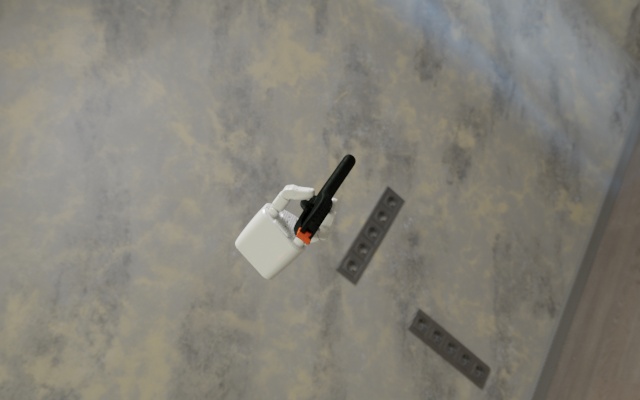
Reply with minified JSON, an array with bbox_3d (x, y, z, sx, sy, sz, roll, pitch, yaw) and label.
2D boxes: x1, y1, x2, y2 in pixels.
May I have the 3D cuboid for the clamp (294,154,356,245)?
[{"bbox_3d":[-0.001,0.003,0.888,0.036,0.165,0.210,38,27,-10],"label":"clamp"}]
